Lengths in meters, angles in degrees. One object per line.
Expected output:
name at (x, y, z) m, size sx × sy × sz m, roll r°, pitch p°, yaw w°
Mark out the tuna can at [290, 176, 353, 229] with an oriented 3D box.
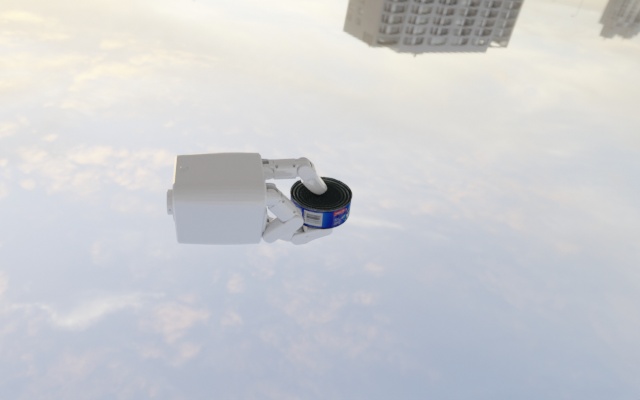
tuna can at (0.000, 0.003, 0.660) m, size 0.086 × 0.034 × 0.086 m, roll 3°, pitch 34°, yaw -2°
